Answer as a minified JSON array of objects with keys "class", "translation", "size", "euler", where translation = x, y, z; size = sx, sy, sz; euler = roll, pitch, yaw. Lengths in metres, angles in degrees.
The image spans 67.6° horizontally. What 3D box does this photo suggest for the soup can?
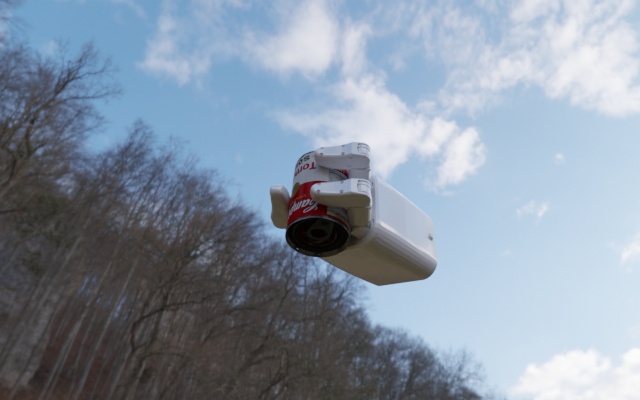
[{"class":"soup can","translation":[0.000,0.001,0.528],"size":[0.068,0.102,0.069],"euler":[3,-42,2]}]
